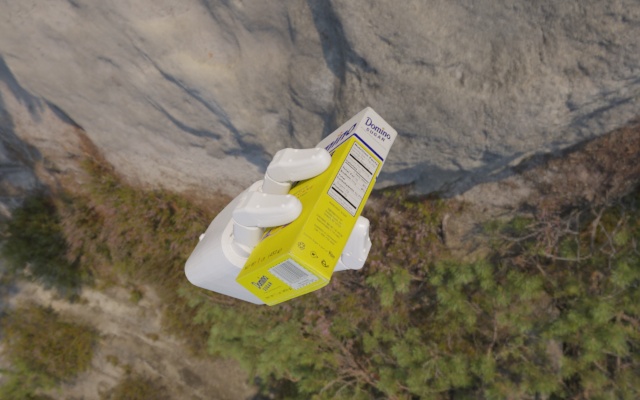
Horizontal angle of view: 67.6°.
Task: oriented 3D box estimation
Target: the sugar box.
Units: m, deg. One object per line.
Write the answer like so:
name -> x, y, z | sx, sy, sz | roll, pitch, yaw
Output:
sugar box -> 0.000, 0.001, 0.421 | 0.048, 0.176, 0.093 | 39, -38, -18
